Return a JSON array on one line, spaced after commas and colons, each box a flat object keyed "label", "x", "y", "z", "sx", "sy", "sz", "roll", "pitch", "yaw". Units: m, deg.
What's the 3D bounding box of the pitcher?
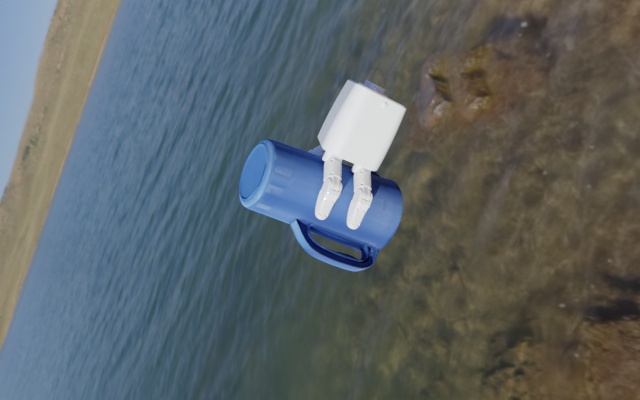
[{"label": "pitcher", "x": 0.000, "y": 0.002, "z": 0.753, "sx": 0.243, "sy": 0.145, "sz": 0.149, "roll": 19, "pitch": 17, "yaw": -28}]
